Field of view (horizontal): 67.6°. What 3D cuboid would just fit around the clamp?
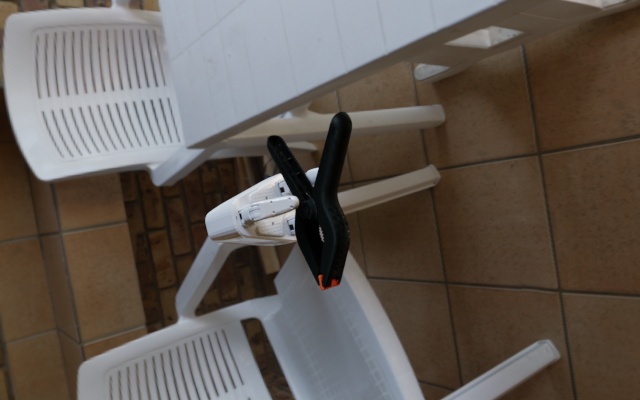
[{"bbox_3d":[-0.001,0.003,0.574,0.036,0.210,0.164,-11,-4,-34],"label":"clamp"}]
